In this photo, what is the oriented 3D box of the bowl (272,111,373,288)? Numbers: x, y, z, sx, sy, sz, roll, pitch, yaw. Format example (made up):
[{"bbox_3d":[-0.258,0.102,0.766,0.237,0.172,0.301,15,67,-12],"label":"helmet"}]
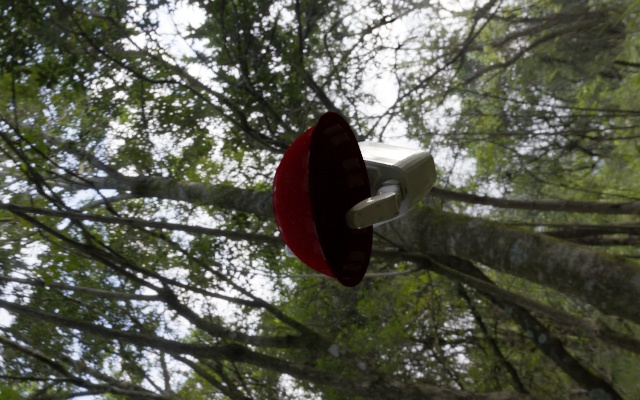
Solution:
[{"bbox_3d":[-0.001,0.002,0.448,0.055,0.162,0.162,-7,-3,22],"label":"bowl"}]
